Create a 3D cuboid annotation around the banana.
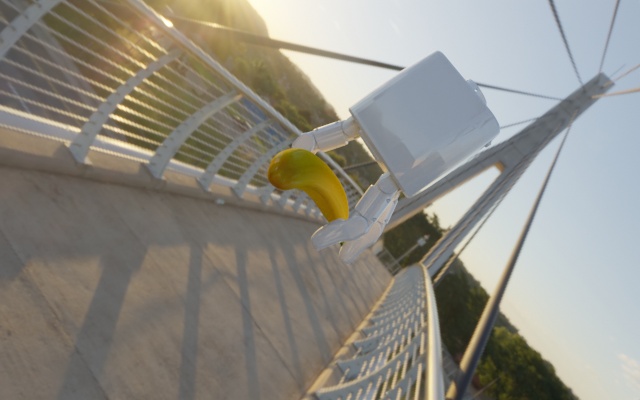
[{"bbox_3d":[-0.005,-0.013,0.471,0.037,0.069,0.198,-27,-28,11],"label":"banana"}]
